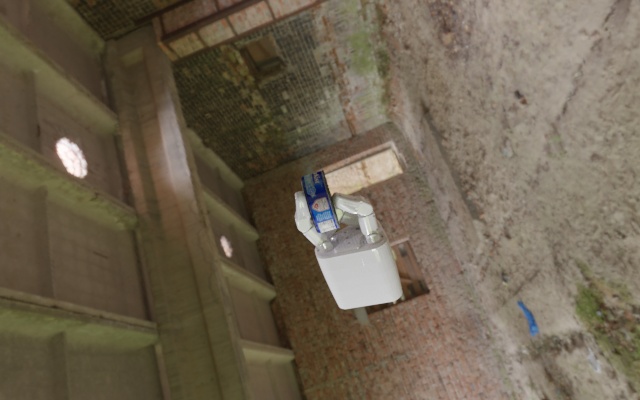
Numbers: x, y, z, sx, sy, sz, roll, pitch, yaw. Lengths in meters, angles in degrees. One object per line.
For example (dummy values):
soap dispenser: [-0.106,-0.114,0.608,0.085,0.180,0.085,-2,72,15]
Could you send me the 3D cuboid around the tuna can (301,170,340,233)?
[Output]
tuna can: [0.000,0.002,0.675,0.034,0.086,0.086,-16,-1,3]
